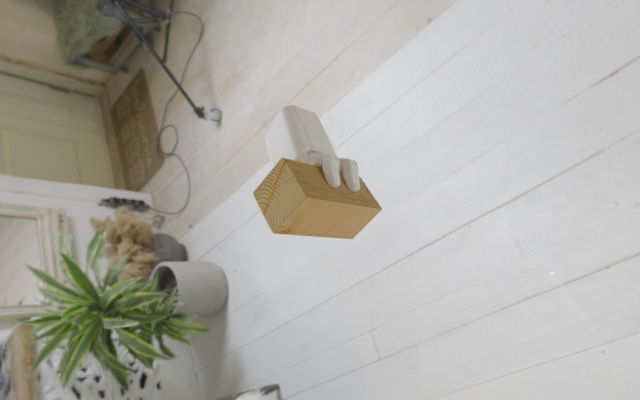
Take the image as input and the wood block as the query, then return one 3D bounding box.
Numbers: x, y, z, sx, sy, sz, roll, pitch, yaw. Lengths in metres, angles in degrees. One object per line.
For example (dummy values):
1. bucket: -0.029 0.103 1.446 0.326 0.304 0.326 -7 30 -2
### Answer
1. wood block: 0.000 0.003 0.827 0.206 0.090 0.091 9 -48 -49
